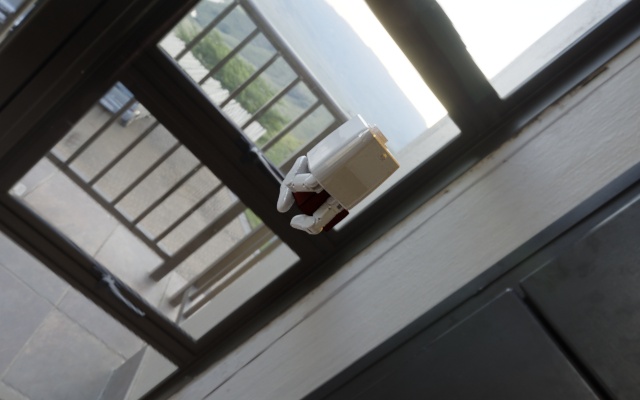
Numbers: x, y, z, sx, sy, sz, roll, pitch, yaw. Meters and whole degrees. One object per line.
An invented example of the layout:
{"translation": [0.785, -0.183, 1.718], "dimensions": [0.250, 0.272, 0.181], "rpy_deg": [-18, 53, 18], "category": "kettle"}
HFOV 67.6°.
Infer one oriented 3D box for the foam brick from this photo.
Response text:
{"translation": [0.000, 0.003, 0.767], "dimensions": [0.078, 0.051, 0.053], "rpy_deg": [43, 13, -37], "category": "foam brick"}
